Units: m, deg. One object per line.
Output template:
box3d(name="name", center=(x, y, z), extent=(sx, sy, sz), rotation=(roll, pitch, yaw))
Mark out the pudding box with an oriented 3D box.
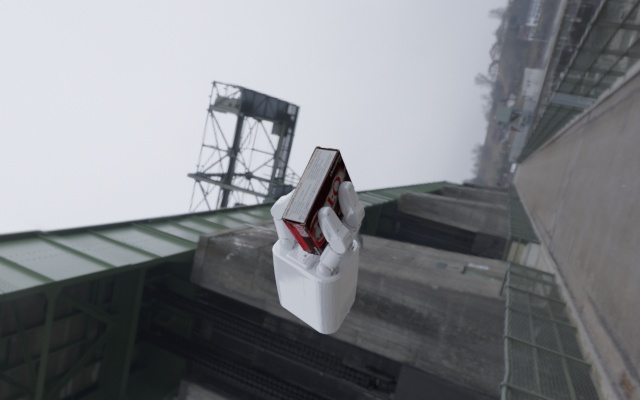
box3d(name="pudding box", center=(0.000, 0.002, 0.609), extent=(0.039, 0.113, 0.090), rotation=(11, -26, 23))
